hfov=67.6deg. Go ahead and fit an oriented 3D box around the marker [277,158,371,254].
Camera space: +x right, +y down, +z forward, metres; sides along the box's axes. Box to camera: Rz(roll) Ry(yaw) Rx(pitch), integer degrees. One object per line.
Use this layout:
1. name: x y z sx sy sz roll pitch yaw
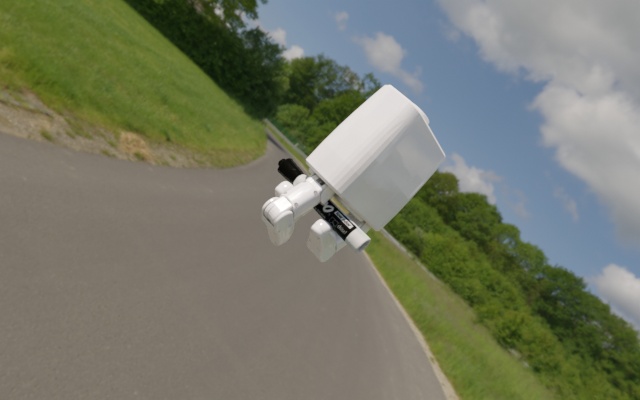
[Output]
1. marker: 0.000 0.002 0.453 0.121 0.020 0.020 46 21 22
